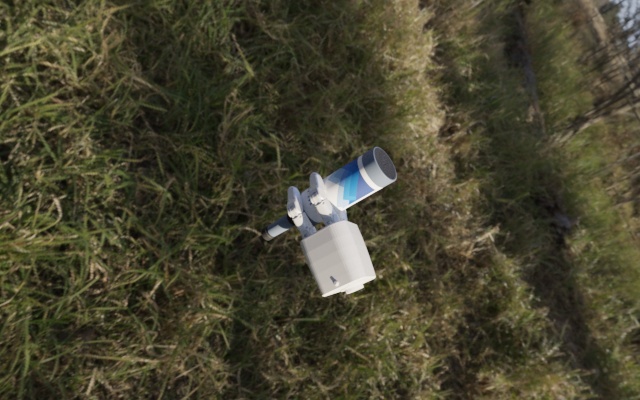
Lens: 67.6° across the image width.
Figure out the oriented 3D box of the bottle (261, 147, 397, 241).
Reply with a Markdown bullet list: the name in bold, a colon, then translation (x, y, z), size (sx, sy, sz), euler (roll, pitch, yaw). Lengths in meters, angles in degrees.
- **bottle**: translation (0.000, 0.003, 0.881), size (0.296, 0.069, 0.069), euler (-31, -17, 30)
